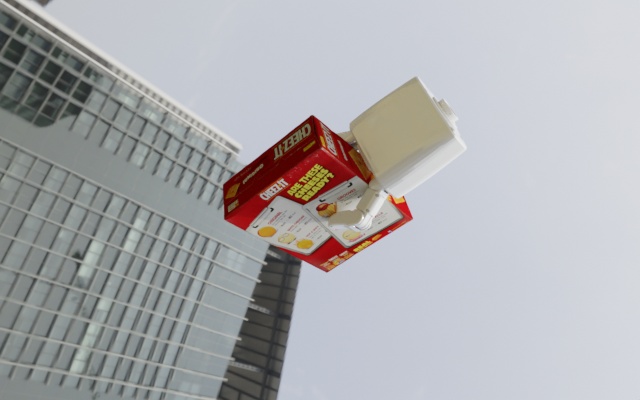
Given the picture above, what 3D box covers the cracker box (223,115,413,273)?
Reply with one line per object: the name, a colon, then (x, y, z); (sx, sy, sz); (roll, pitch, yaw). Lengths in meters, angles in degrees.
cracker box: (0.000, 0.002, 0.654); (0.164, 0.072, 0.214); (-35, -44, 22)
